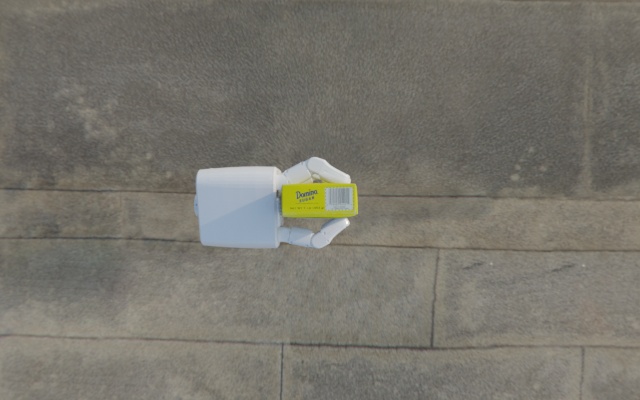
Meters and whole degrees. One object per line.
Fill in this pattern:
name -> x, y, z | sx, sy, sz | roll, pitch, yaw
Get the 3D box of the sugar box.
sugar box -> 0.000, 0.002, 0.660 | 0.093, 0.048, 0.176 | 0, 0, 0
